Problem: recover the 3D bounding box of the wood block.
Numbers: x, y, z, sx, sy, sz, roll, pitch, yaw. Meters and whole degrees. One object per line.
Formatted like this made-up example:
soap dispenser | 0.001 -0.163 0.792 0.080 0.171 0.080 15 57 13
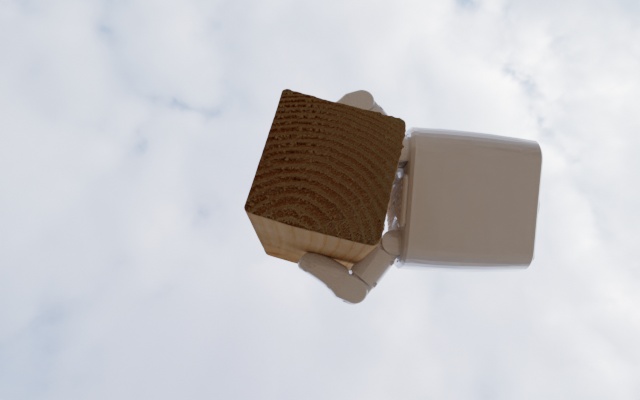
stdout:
wood block | 0.000 0.002 0.407 0.090 0.090 0.206 15 -14 1
